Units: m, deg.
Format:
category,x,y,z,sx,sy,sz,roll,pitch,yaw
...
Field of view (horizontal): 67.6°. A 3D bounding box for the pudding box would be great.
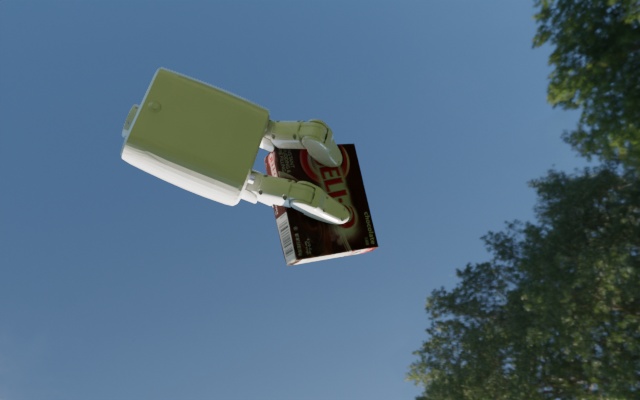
category,x,y,z,sx,sy,sz,roll,pitch,yaw
pudding box,0.000,0.002,0.471,0.090,0.113,0.039,-6,-11,-26
